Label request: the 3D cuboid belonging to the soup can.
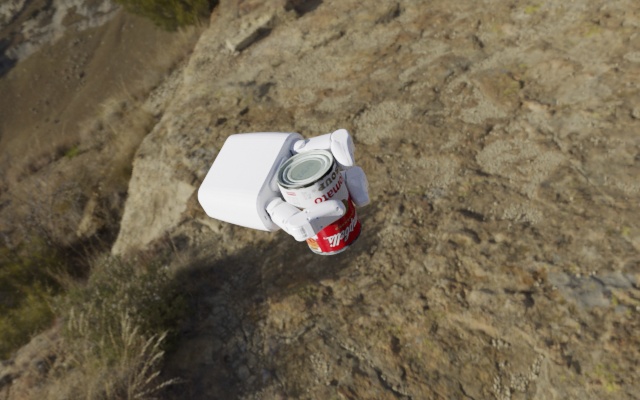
[{"bbox_3d":[0.000,0.002,0.536,0.068,0.102,0.068,-16,36,12],"label":"soup can"}]
